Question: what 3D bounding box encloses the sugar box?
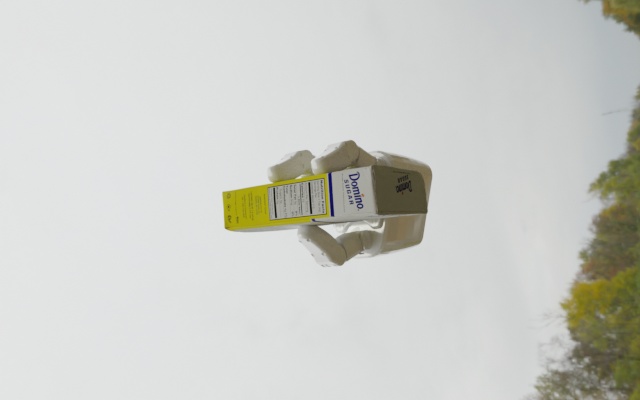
[{"bbox_3d":[0.000,0.001,0.450,0.176,0.048,0.093,-11,-7,36],"label":"sugar box"}]
